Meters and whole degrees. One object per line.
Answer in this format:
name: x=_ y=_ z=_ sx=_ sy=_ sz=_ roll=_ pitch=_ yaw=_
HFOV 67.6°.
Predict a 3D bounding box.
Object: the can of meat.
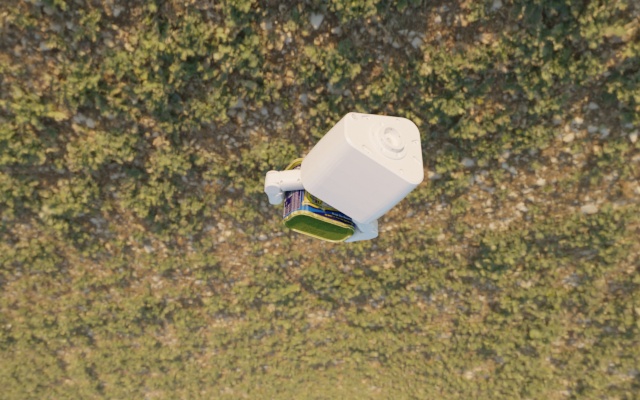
can of meat: x=0.000 y=0.002 z=0.645 sx=0.102 sy=0.084 sz=0.057 roll=19 pitch=-35 yaw=-26
